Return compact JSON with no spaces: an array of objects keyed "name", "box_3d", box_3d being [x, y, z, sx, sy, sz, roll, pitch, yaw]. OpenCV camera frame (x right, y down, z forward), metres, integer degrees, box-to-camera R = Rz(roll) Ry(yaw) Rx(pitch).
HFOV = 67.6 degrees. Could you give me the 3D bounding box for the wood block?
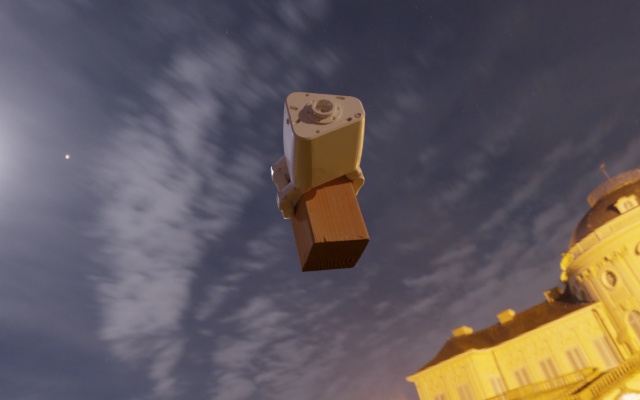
[{"name":"wood block","box_3d":[0.000,0.002,0.779,0.091,0.206,0.090,-2,-36,-18]}]
